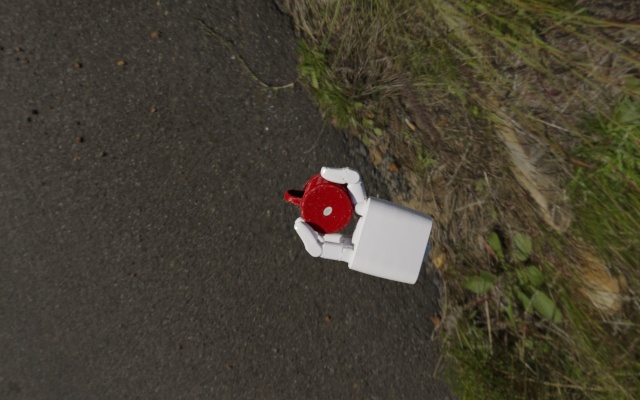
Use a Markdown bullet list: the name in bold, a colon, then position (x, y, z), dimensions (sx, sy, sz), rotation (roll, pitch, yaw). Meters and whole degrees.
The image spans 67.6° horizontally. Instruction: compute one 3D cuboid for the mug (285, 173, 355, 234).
- **mug**: position (-0.001, 0.002, 0.766), dimensions (0.117, 0.093, 0.081), rotation (15, 13, 0)
